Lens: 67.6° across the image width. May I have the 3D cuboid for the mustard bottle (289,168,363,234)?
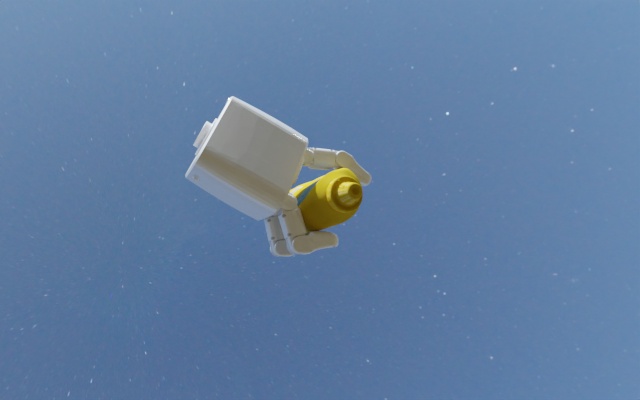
[{"bbox_3d":[0.000,0.002,0.596,0.096,0.058,0.191,-40,8,-23],"label":"mustard bottle"}]
